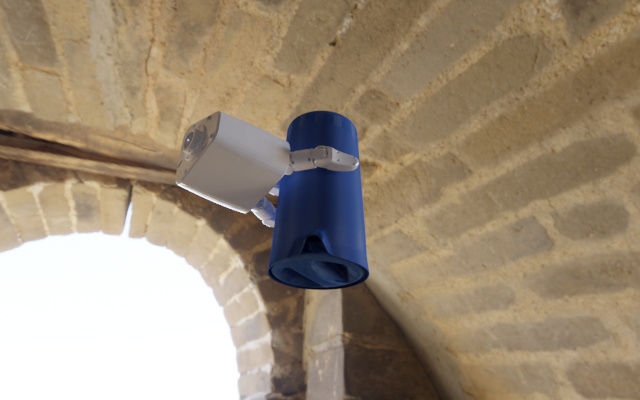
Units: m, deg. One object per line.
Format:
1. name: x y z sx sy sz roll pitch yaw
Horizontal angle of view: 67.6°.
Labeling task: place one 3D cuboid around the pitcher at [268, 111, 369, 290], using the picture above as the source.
1. pitcher: 0.000 0.002 0.688 0.145 0.242 0.149 22 -34 -33
